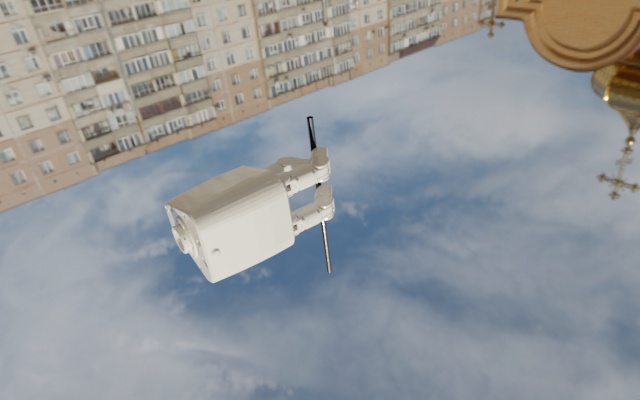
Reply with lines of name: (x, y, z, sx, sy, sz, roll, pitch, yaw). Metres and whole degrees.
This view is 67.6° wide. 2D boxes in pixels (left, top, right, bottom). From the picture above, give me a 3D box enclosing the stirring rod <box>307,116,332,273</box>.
stirring rod: (0.000, 0.002, 0.630, 0.011, 0.240, 0.011, -5, 33, 3)
